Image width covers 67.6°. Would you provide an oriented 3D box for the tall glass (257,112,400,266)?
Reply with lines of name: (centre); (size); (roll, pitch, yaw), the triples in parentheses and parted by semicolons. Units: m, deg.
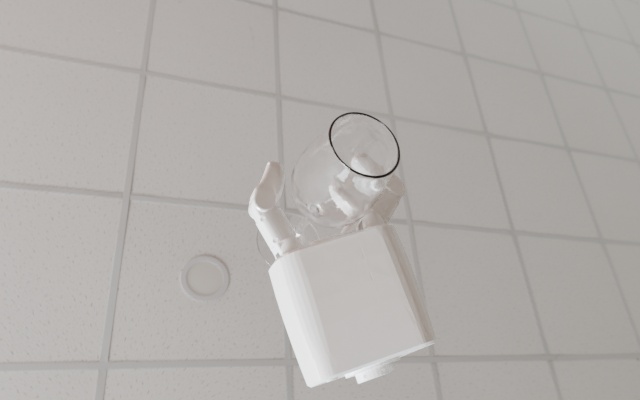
tall glass: (0.000, 0.002, 0.452); (0.079, 0.079, 0.201); (0, -28, -23)
